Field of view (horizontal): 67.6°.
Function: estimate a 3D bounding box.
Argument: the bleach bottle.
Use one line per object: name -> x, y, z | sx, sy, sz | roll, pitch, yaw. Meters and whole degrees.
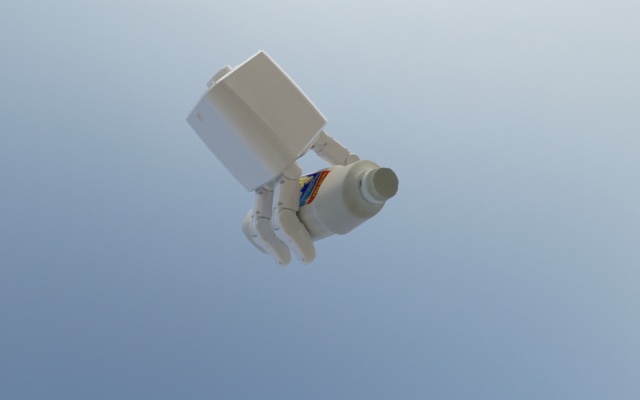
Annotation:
bleach bottle -> 0.000, 0.002, 0.525 | 0.102, 0.068, 0.251 | -51, 16, -28
